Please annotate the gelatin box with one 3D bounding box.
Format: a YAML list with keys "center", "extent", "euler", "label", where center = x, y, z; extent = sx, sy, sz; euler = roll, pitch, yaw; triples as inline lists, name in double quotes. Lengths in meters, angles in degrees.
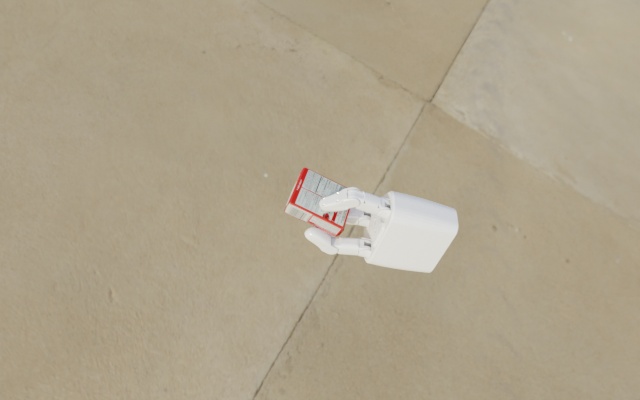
- center: [0.000, 0.002, 0.698]
  extent: [0.089, 0.073, 0.030]
  euler: [26, -38, -8]
  label: "gelatin box"
